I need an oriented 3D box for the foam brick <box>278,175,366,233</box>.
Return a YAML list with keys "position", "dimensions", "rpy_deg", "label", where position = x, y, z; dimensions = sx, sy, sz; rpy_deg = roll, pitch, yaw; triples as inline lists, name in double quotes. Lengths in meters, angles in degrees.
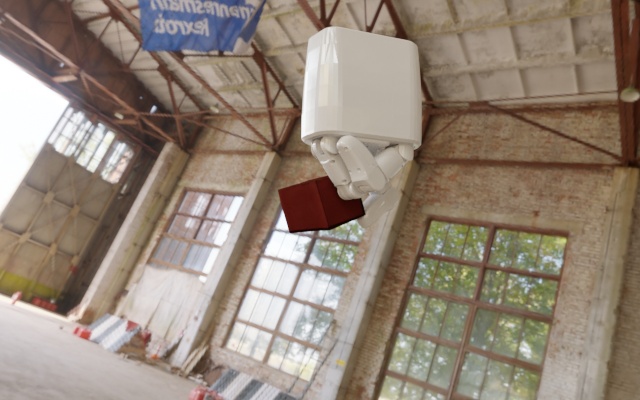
- position: [0.000, 0.002, 0.510]
  dimensions: [0.053, 0.051, 0.078]
  rpy_deg: [-20, 6, -36]
  label: "foam brick"
